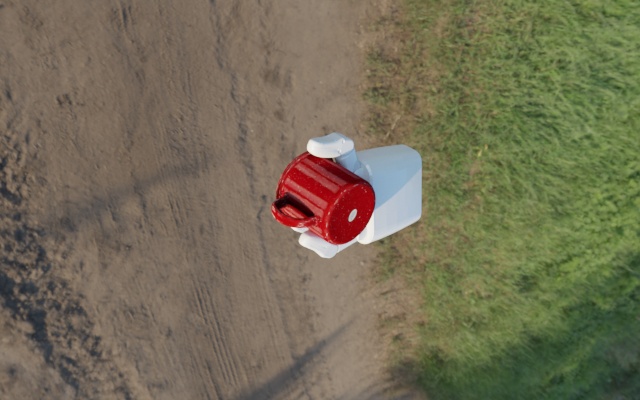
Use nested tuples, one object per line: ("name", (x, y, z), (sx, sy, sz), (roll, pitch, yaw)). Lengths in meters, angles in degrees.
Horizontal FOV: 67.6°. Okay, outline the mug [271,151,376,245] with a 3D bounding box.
("mug", (-0.001, 0.002, 0.544), (0.117, 0.093, 0.081), (-19, 38, -37))
